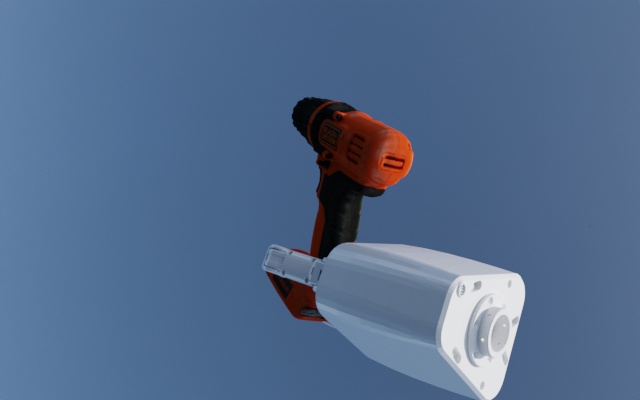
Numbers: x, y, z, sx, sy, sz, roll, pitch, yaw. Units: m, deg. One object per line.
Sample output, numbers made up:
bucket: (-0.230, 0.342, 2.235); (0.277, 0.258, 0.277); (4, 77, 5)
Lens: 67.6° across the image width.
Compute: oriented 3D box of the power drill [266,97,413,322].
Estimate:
power drill: (0.000, 0.002, 0.449); (0.057, 0.188, 0.184); (6, 18, -25)
